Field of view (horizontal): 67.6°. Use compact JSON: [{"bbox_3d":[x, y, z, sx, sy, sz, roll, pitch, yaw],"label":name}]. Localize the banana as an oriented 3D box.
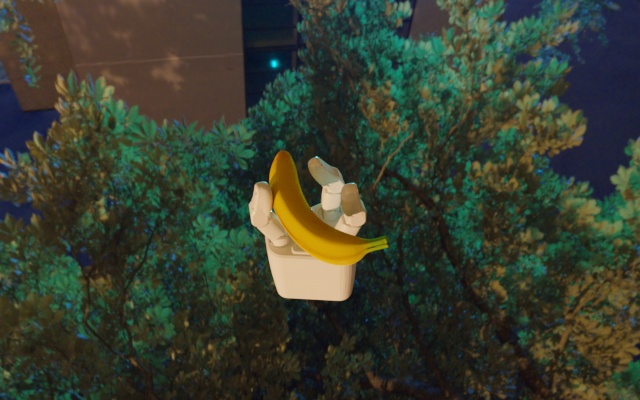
[{"bbox_3d":[-0.013,0.013,0.534,0.069,0.037,0.197,-33,52,-19],"label":"banana"}]
